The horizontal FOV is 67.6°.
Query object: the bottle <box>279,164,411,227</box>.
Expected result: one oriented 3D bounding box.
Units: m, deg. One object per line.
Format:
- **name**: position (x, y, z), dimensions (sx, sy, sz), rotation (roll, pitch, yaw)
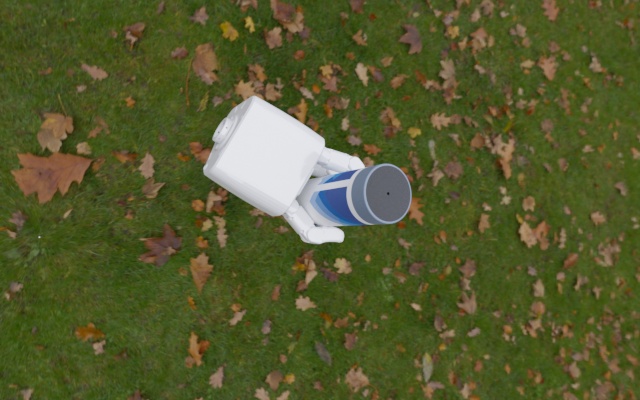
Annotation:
- **bottle**: position (0.000, 0.002, 0.648), dimensions (0.069, 0.069, 0.296), rotation (0, -4, -30)
